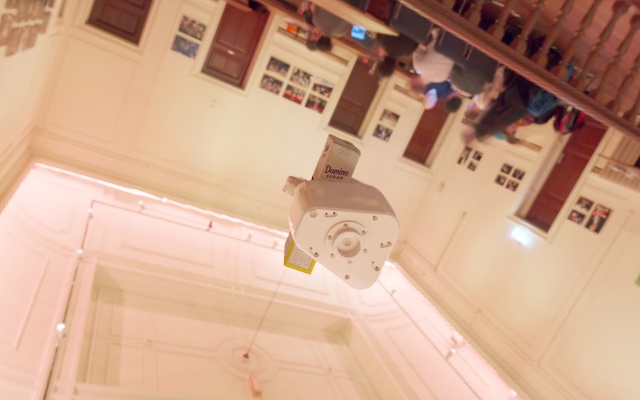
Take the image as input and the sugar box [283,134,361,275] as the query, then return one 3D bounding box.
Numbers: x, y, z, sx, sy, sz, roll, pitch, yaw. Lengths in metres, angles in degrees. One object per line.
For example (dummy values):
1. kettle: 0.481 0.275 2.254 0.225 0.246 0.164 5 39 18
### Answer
1. sugar box: 0.001 0.002 0.650 0.048 0.176 0.093 23 13 -9
